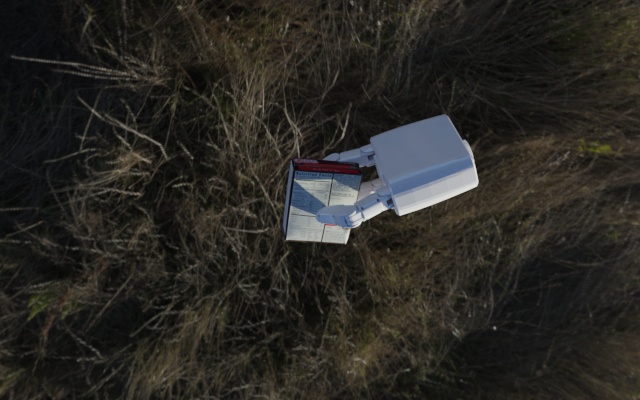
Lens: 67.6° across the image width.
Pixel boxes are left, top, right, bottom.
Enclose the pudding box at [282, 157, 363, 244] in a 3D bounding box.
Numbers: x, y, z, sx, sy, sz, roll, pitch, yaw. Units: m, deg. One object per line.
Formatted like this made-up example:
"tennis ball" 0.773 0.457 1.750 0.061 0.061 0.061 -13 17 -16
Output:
"pudding box" 0.000 0.002 0.627 0.090 0.113 0.039 5 29 -9
